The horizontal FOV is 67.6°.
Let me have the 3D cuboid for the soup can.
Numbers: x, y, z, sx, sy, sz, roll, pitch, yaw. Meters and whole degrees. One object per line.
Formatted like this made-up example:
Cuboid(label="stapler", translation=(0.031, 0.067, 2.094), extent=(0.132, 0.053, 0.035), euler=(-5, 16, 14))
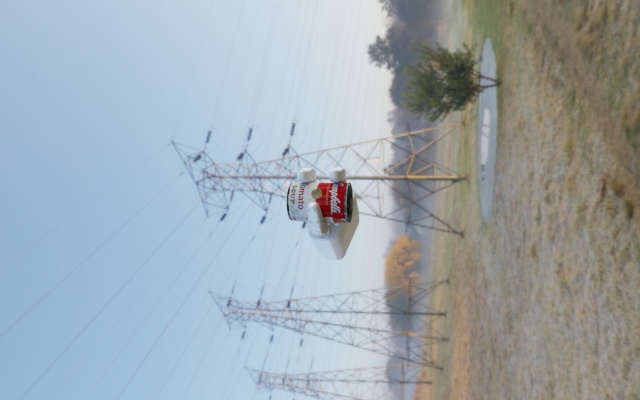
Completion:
Cuboid(label="soup can", translation=(0.000, 0.002, 0.810), extent=(0.102, 0.068, 0.068), euler=(1, 0, 13))
